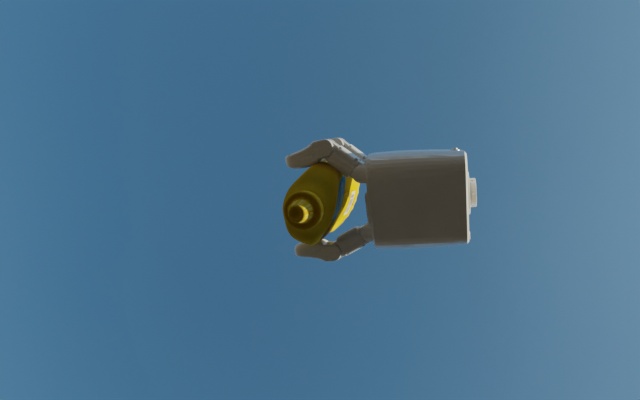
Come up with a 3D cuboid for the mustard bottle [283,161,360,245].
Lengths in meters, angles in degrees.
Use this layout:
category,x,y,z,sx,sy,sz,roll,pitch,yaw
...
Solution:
category,x,y,z,sx,sy,sz,roll,pitch,yaw
mustard bottle,0.000,0.002,0.562,0.058,0.096,0.191,23,12,10
